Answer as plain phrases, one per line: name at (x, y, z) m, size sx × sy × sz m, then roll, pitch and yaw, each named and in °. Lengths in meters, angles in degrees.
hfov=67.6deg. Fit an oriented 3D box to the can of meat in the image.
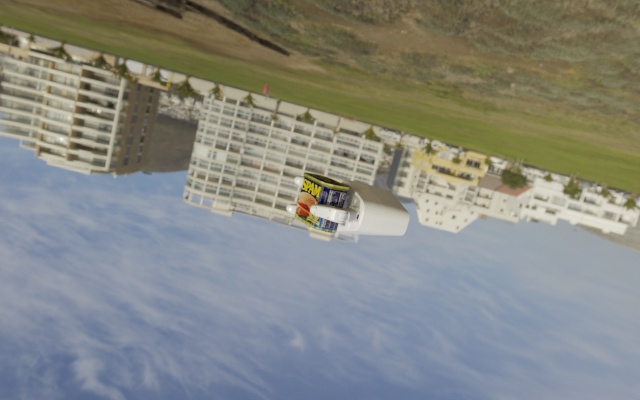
can of meat at (0.000, 0.003, 0.847) m, size 0.057 × 0.084 × 0.102 m, roll 9°, pitch 10°, yaw -30°
